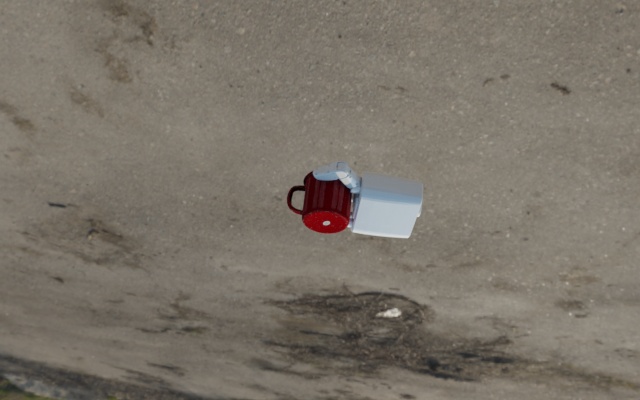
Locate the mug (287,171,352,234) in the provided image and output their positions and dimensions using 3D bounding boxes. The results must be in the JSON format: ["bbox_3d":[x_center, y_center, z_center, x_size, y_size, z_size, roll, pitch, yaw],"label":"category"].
[{"bbox_3d":[-0.001,0.003,0.824,0.117,0.081,0.093,8,-32,-1],"label":"mug"}]
